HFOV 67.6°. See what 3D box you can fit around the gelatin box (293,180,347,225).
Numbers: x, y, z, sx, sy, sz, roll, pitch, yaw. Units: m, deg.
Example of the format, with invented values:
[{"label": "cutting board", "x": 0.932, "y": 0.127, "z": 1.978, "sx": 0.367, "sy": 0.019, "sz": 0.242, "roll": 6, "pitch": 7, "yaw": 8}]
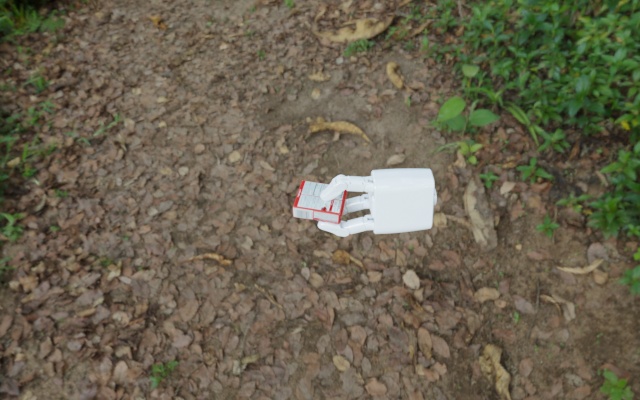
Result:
[{"label": "gelatin box", "x": 0.000, "y": 0.002, "z": 0.875, "sx": 0.089, "sy": 0.073, "sz": 0.030, "roll": 9, "pitch": -44, "yaw": 7}]
